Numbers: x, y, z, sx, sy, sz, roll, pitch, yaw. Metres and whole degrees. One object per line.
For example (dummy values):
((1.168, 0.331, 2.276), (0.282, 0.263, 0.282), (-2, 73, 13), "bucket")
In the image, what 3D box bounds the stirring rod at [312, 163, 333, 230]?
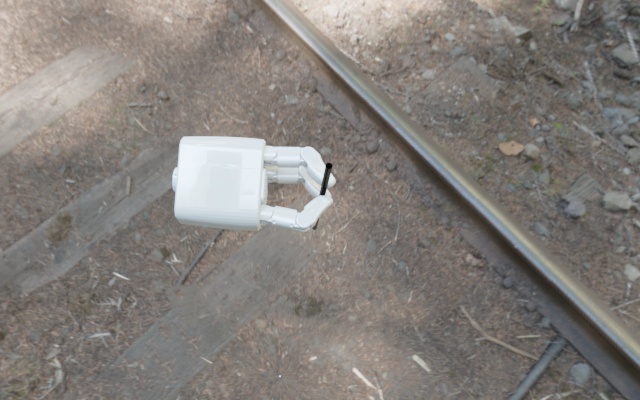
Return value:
((0.000, 0.002, 0.653), (0.011, 0.011, 0.240), (0, -20, -5), "stirring rod")
